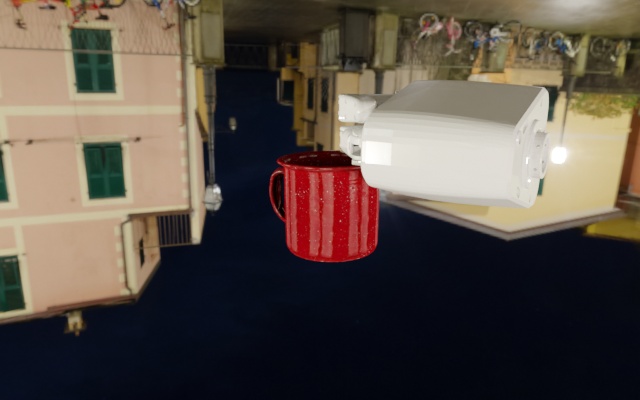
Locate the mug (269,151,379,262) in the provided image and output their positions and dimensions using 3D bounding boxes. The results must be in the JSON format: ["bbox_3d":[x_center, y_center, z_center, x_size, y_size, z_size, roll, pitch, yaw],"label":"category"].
[{"bbox_3d":[-0.001,0.001,0.425,0.117,0.081,0.093,9,17,34],"label":"mug"}]
